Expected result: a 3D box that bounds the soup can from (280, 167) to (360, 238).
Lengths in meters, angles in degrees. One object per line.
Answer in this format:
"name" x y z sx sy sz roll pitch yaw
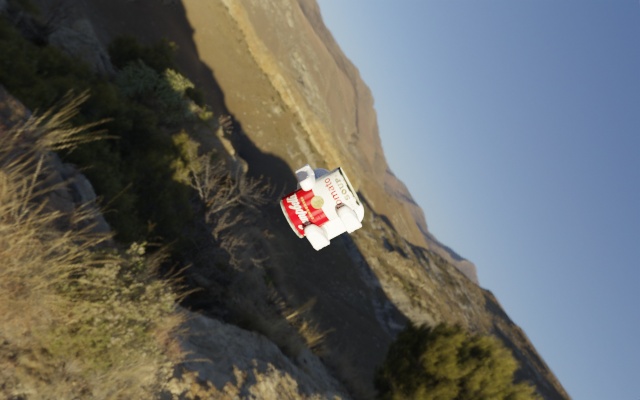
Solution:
"soup can" 0.000 0.002 0.711 0.102 0.068 0.068 -28 -3 6
